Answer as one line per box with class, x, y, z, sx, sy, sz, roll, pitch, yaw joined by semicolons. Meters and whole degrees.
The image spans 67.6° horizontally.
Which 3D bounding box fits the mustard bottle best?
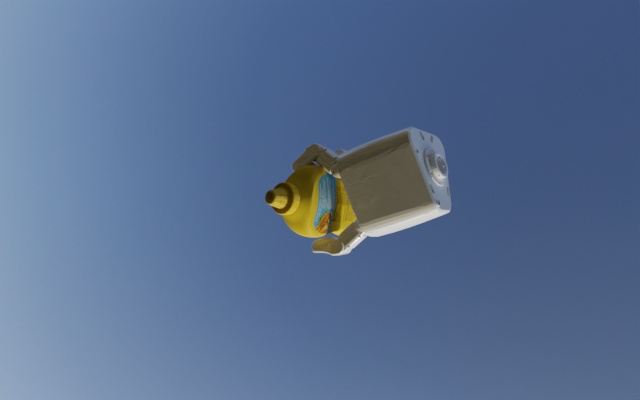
mustard bottle;0.000;0.002;0.651;0.058;0.096;0.191;10;3;39
